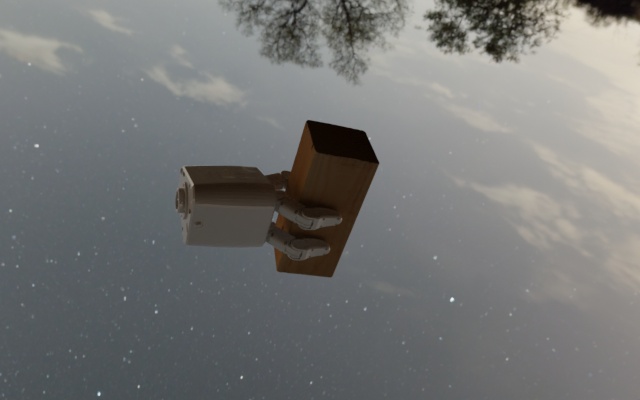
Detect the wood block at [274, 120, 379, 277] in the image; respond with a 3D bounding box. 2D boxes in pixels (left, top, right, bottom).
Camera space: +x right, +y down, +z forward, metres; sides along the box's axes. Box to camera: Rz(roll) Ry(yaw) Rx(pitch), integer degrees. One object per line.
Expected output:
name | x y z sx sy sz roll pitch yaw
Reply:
wood block | 0.000 0.002 0.684 0.090 0.206 0.090 8 35 -17
